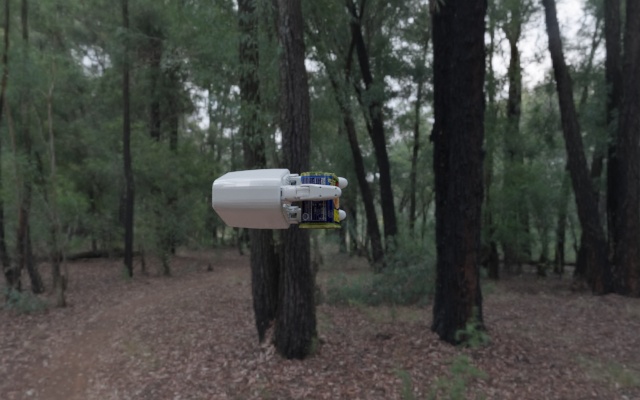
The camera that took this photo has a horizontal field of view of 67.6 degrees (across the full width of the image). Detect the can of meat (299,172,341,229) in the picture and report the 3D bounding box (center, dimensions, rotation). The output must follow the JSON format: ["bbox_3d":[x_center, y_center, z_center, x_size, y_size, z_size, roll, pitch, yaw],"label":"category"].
[{"bbox_3d":[0.000,0.002,0.754,0.057,0.084,0.102,-1,-4,8],"label":"can of meat"}]
